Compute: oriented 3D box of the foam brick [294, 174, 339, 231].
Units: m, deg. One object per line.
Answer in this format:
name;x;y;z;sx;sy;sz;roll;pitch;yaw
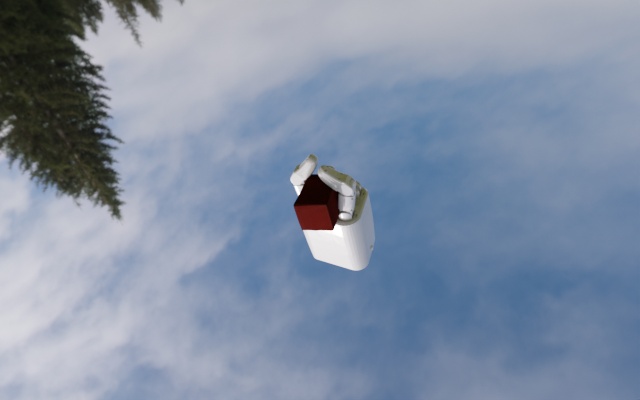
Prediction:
foam brick;0.000;0.002;0.717;0.053;0.051;0.078;1;38;20
